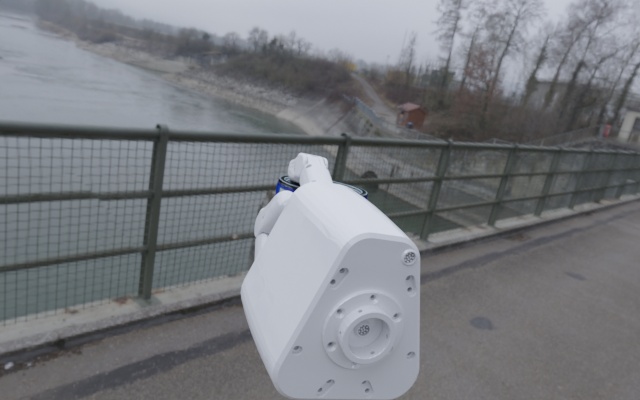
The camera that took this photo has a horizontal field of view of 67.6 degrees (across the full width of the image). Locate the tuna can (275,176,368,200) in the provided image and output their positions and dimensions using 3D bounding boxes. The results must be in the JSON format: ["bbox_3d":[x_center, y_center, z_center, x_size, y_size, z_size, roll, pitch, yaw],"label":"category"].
[{"bbox_3d":[0.000,0.001,0.442,0.086,0.034,0.086,9,11,-2],"label":"tuna can"}]
